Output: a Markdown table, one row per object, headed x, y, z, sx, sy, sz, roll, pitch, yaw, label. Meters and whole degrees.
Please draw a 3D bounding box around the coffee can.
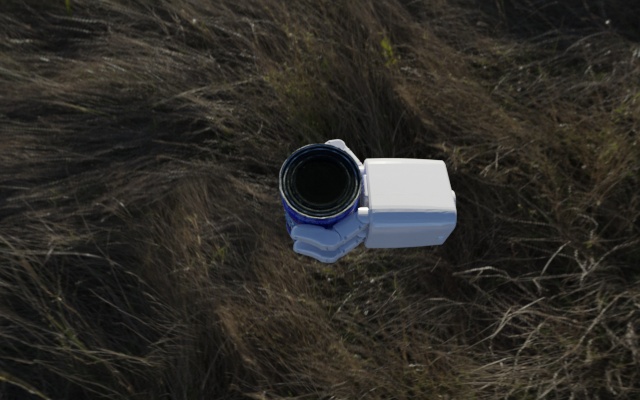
| x | y | z | sx | sy | sz | roll | pitch | yaw | label |
| --- | --- | --- | --- | --- | --- | --- | --- | --- | --- |
| 0.000 | 0.002 | 0.644 | 0.103 | 0.102 | 0.140 | 0 | -23 | 0 | coffee can |
